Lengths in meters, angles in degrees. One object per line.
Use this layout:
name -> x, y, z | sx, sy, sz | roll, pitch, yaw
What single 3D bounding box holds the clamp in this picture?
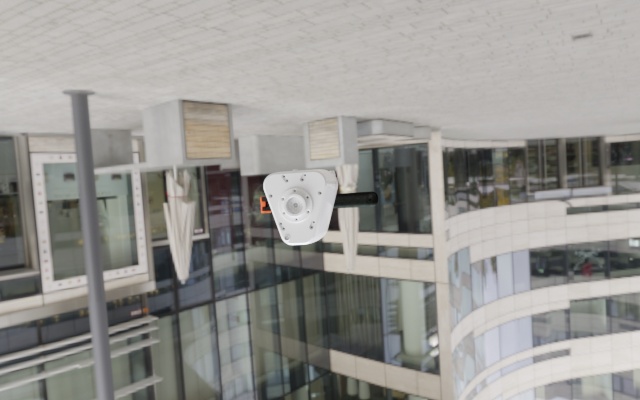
clamp -> 0.000, 0.004, 0.857 | 0.210, 0.036, 0.164 | -3, -1, 9
